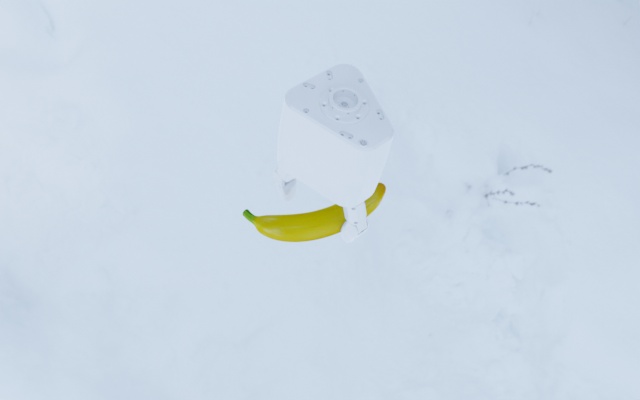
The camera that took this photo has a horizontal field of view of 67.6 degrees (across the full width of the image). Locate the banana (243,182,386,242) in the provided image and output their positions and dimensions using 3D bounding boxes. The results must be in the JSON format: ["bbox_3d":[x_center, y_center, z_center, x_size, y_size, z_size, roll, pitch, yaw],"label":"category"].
[{"bbox_3d":[0.002,0.018,0.622,0.198,0.069,0.037,-10,-33,-11],"label":"banana"}]
